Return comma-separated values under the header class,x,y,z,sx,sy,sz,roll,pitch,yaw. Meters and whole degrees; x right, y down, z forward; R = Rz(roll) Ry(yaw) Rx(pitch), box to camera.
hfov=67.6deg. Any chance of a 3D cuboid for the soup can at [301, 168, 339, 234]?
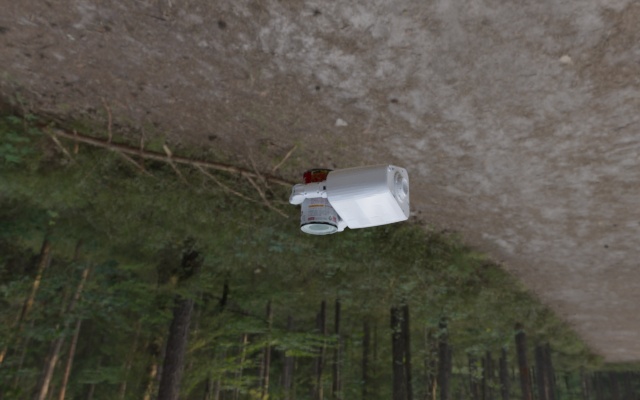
class,x,y,z,sx,sy,sz,roll,pitch,yaw
soup can,0.000,0.003,0.847,0.068,0.102,0.068,2,-20,1
